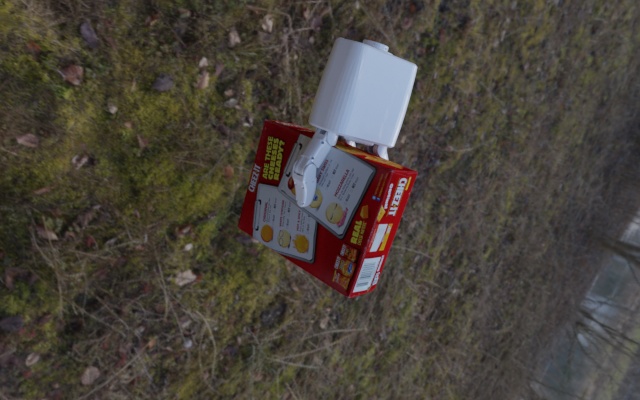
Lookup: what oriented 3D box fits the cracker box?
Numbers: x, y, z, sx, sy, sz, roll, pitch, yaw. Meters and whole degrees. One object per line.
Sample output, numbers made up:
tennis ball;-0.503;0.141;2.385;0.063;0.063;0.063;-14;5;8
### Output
cracker box;0.000;0.002;0.627;0.213;0.164;0.072;27;17;36
